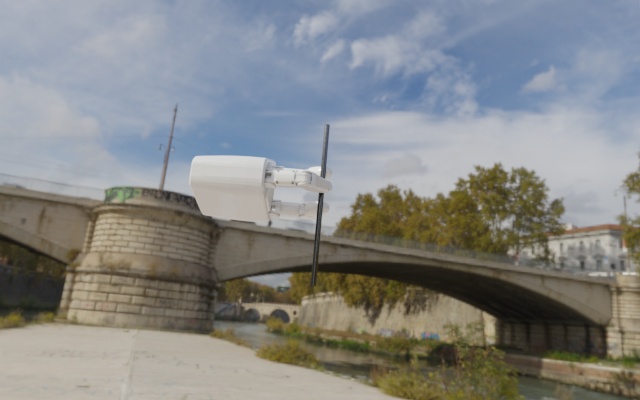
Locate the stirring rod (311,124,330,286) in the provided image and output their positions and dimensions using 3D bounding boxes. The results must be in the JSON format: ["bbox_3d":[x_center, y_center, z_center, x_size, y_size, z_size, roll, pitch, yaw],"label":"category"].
[{"bbox_3d":[0.000,0.002,0.693,0.011,0.239,0.011,5,-14,1],"label":"stirring rod"}]
